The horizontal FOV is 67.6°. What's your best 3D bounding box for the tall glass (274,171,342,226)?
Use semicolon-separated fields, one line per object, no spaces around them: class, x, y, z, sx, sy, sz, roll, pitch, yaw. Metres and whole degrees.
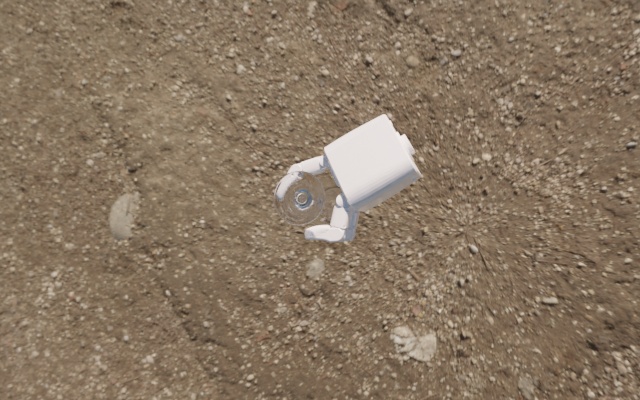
tall glass;0.000;0.002;0.741;0.079;0.079;0.201;0;-3;17
